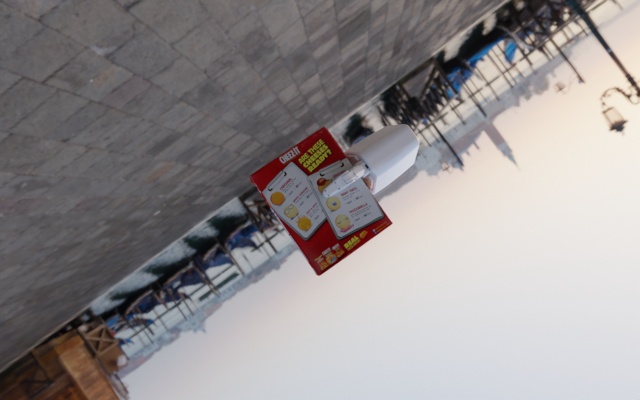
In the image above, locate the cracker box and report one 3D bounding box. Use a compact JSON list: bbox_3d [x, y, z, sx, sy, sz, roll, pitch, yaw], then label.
[{"bbox_3d":[0.000,0.003,0.863,0.164,0.213,0.072,-35,-2,-10],"label":"cracker box"}]
